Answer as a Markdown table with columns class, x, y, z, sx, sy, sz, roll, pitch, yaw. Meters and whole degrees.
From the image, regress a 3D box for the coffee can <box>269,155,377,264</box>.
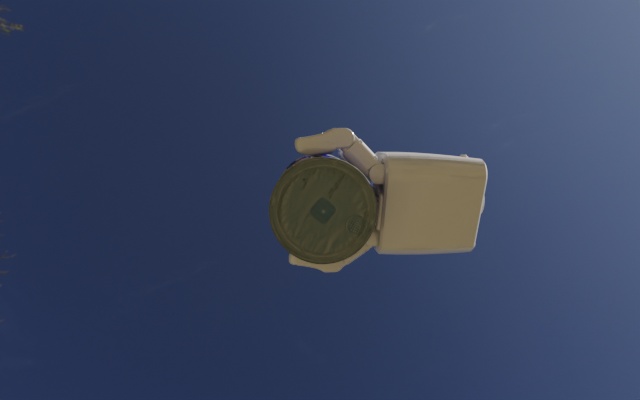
| class | x | y | z | sx | sy | sz | roll | pitch | yaw |
| --- | --- | --- | --- | --- | --- | --- | --- | --- | --- |
| coffee can | 0.000 | 0.002 | 0.517 | 0.103 | 0.103 | 0.140 | 0 | 7 | -2 |
